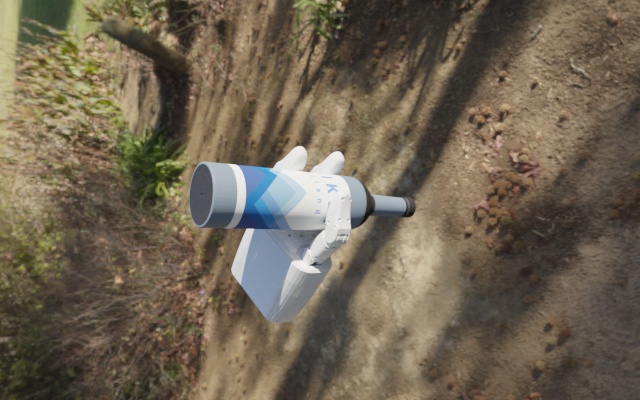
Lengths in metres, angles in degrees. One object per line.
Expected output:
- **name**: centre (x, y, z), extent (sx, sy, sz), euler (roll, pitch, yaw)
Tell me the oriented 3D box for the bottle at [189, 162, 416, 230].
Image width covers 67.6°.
- **bottle**: centre (0.000, 0.002, 0.562), extent (0.296, 0.069, 0.069), euler (4, -2, -35)
